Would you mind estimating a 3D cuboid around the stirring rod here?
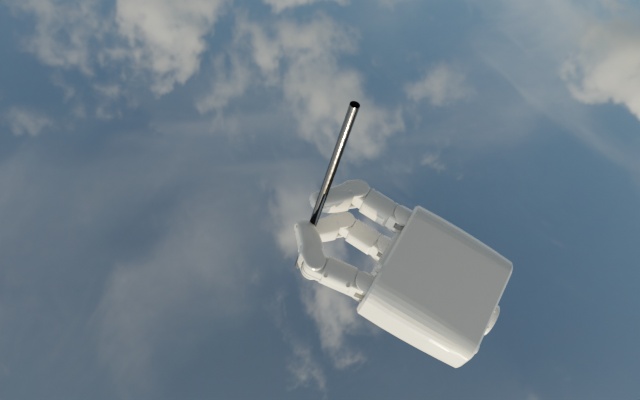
[{"bbox_3d":[0.000,0.001,0.442,0.011,0.011,0.240,0,-36,-15],"label":"stirring rod"}]
